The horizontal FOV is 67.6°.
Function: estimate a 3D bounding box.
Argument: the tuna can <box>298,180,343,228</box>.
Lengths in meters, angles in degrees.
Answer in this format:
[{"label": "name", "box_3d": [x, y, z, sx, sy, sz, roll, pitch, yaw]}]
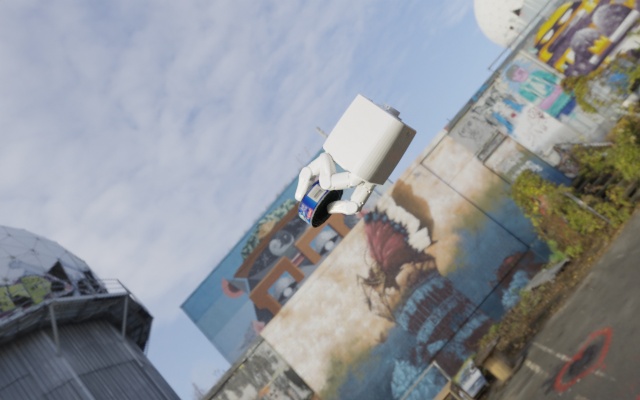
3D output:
[{"label": "tuna can", "box_3d": [0.000, 0.002, 0.826, 0.033, 0.086, 0.086, 36, 14, 20]}]
